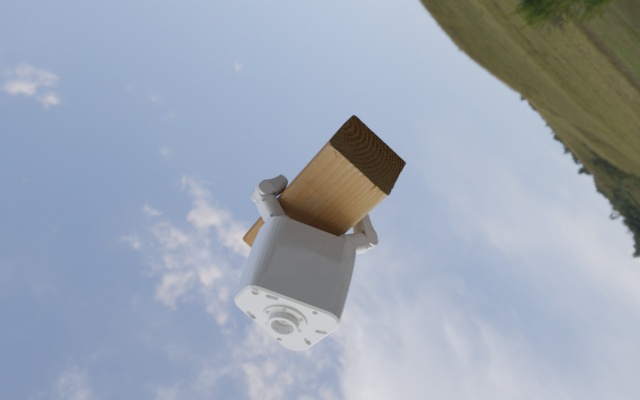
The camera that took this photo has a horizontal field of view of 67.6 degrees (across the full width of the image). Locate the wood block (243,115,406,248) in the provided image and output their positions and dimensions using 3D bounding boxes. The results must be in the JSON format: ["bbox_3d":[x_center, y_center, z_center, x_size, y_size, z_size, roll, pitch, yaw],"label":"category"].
[{"bbox_3d":[0.000,0.002,0.611,0.206,0.091,0.090,-45,5,38],"label":"wood block"}]
